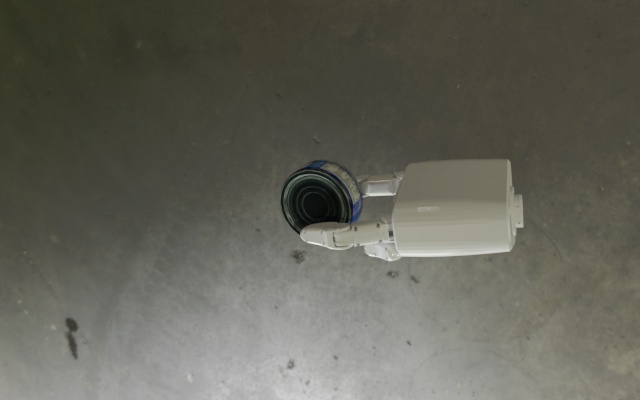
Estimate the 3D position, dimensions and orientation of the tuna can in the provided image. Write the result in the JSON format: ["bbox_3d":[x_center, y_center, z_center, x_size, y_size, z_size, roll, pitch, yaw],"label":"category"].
[{"bbox_3d":[0.000,0.002,0.514,0.086,0.086,0.033,0,20,26],"label":"tuna can"}]
